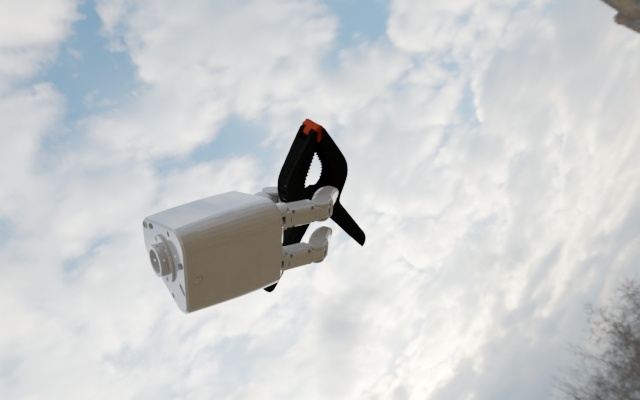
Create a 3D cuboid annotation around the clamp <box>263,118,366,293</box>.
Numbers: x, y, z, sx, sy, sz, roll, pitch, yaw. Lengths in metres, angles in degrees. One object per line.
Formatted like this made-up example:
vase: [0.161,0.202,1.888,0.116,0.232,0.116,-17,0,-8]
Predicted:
clamp: [-0.001,0.001,0.582,0.164,0.210,0.036,-17,35,-35]
